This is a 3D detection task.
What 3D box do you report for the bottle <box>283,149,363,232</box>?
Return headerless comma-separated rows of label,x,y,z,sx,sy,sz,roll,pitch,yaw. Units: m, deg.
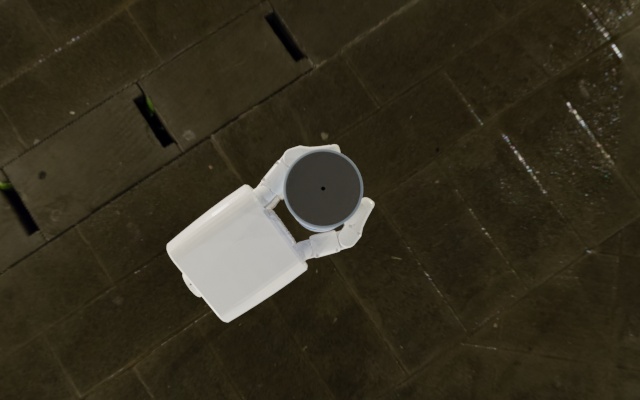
bottle,0.000,0.002,0.539,0.069,0.069,0.296,0,-5,-1
